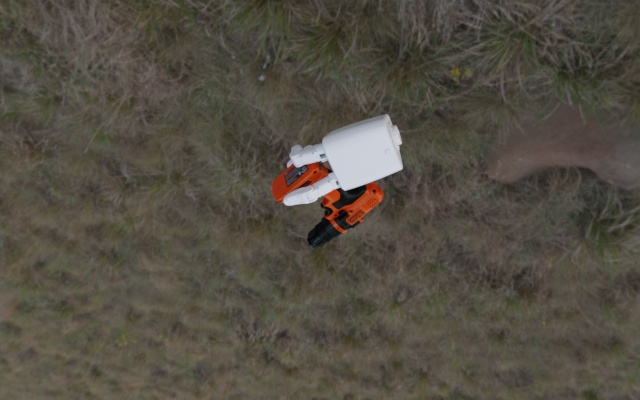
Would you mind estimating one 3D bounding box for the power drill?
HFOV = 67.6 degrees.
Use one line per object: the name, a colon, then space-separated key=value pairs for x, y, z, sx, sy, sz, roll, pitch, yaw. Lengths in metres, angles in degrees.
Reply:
power drill: x=0.000 y=0.003 z=0.889 sx=0.184 sy=0.057 sz=0.188 roll=-42 pitch=-47 yaw=18
